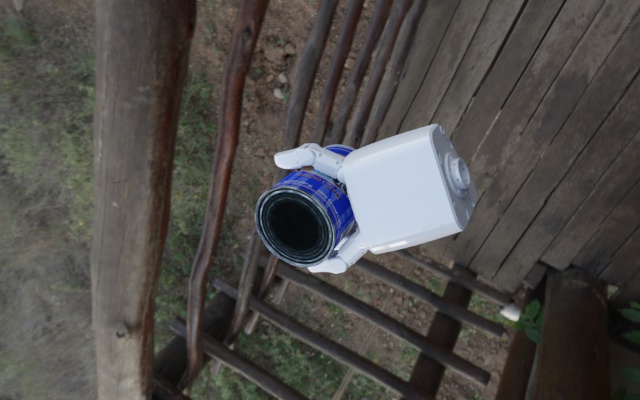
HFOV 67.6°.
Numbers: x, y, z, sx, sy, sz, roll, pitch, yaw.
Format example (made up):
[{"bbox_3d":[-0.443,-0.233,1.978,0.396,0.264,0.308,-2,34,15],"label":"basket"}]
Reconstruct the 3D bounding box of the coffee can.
[{"bbox_3d":[0.000,0.002,0.588,0.103,0.103,0.140,0,25,29],"label":"coffee can"}]
